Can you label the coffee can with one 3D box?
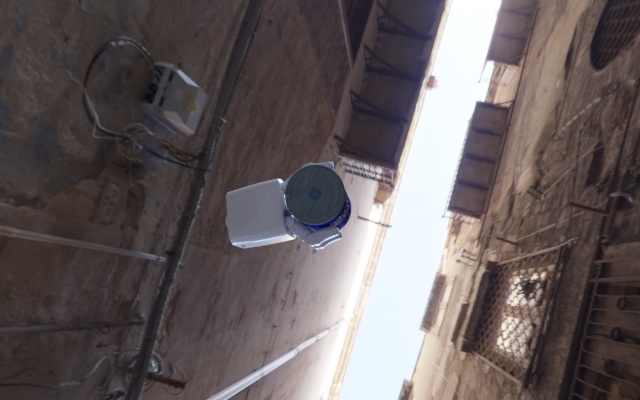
[{"bbox_3d":[0.000,0.003,0.866,0.103,0.102,0.140,0,-11,8],"label":"coffee can"}]
